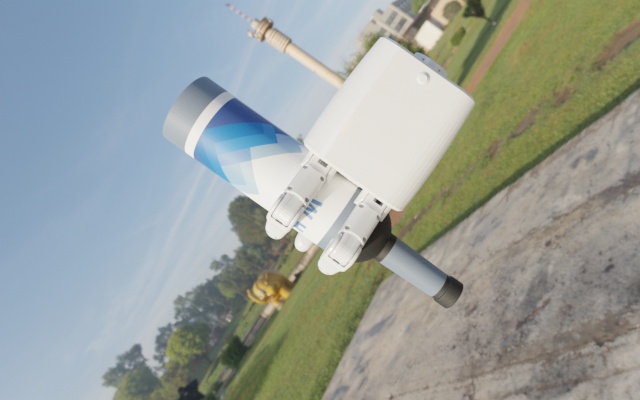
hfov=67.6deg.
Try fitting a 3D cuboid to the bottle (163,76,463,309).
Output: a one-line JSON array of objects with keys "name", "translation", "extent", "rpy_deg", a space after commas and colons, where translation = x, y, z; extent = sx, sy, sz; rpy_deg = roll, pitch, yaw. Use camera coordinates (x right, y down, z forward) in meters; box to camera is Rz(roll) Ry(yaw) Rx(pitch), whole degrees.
[{"name": "bottle", "translation": [0.000, 0.001, 0.429], "extent": [0.296, 0.069, 0.069], "rpy_deg": [35, 0, 0]}]
